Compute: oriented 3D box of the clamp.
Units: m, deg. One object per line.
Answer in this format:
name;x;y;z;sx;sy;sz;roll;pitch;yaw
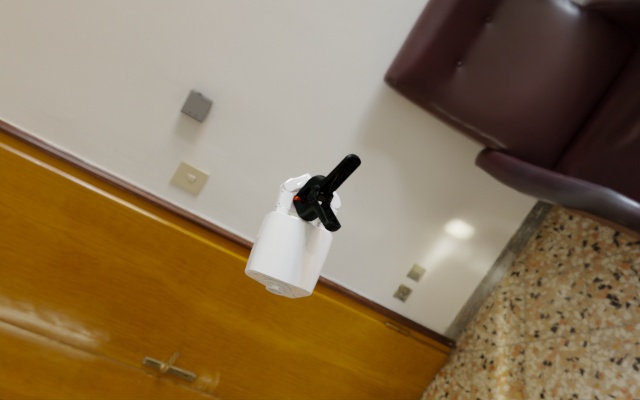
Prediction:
clamp;0.000;0.002;0.749;0.039;0.120;0.171;29;-26;-18
